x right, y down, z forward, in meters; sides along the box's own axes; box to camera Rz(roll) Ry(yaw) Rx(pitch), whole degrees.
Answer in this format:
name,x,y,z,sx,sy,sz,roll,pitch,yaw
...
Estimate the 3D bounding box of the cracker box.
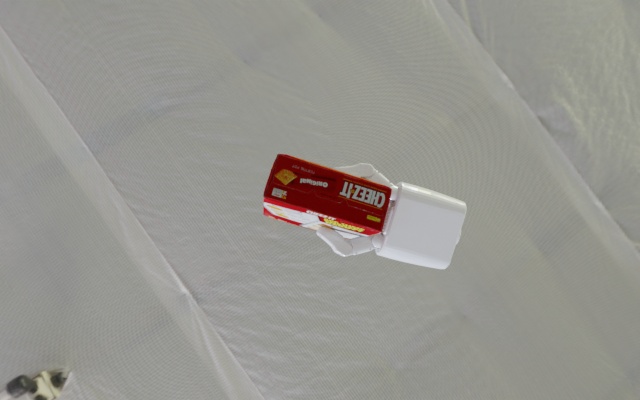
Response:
name,x,y,z,sx,sy,sz,roll,pitch,yaw
cracker box,0.000,0.003,0.726,0.164,0.072,0.214,16,-10,-4
